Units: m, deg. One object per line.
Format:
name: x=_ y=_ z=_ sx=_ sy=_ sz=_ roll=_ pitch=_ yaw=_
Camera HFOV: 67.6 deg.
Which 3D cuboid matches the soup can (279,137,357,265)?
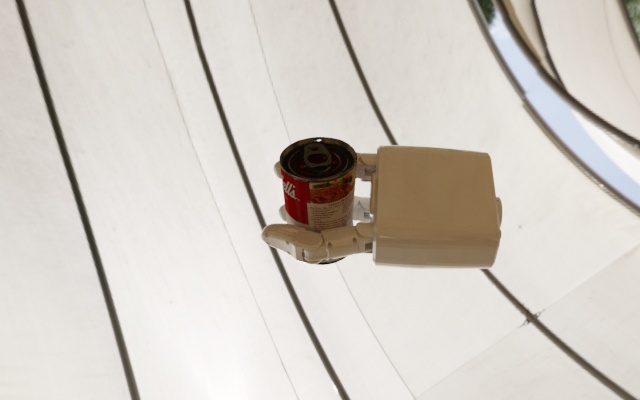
soup can: x=0.000 y=0.002 z=0.445 sx=0.068 sy=0.102 sz=0.068 roll=-2 pitch=39 yaw=1
